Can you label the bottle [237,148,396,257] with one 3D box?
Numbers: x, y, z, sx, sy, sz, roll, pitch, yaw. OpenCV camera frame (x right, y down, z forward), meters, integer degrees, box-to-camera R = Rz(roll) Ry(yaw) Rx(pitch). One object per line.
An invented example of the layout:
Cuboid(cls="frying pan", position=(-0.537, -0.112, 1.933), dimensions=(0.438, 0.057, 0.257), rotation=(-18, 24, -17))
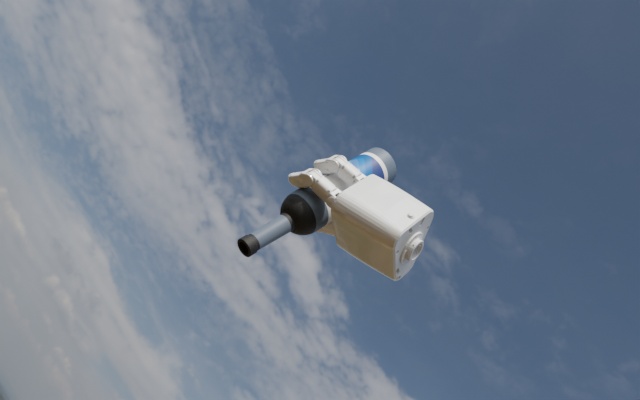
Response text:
Cuboid(cls="bottle", position=(0.000, 0.002, 0.713), dimensions=(0.295, 0.069, 0.069), rotation=(-31, 20, -37))
